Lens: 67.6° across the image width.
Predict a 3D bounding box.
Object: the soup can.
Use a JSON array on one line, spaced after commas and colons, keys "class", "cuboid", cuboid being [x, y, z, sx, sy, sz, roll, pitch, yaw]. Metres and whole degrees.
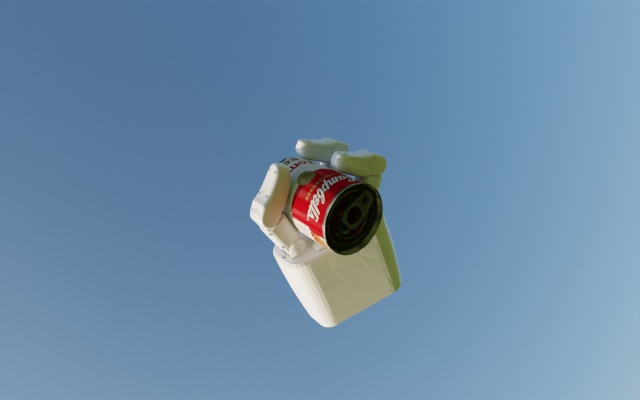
[{"class": "soup can", "cuboid": [0.000, 0.001, 0.456, 0.068, 0.068, 0.102, 0, 18, -39]}]
